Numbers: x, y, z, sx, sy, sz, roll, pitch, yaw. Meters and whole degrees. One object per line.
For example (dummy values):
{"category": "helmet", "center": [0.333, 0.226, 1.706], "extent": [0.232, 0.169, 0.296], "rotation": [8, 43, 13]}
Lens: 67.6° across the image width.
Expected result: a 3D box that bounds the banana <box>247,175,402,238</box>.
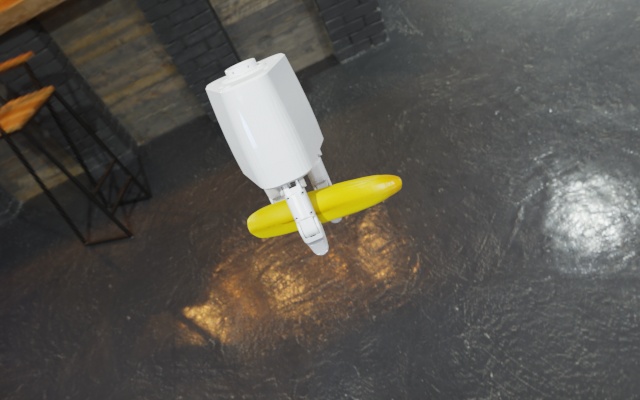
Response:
{"category": "banana", "center": [-0.009, 0.007, 0.531], "extent": [0.198, 0.037, 0.069], "rotation": [-17, 8, 23]}
